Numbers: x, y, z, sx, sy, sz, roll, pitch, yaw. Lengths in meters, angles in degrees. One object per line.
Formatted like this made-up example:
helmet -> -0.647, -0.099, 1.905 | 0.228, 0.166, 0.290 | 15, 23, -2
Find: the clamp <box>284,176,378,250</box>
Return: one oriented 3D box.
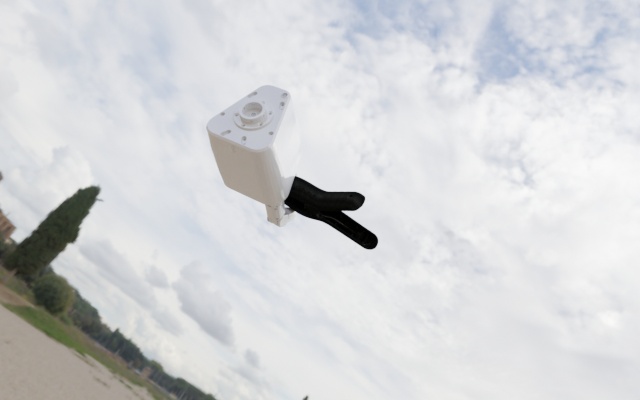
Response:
clamp -> 0.000, 0.002, 0.646 | 0.171, 0.039, 0.120 | 24, -30, 20
